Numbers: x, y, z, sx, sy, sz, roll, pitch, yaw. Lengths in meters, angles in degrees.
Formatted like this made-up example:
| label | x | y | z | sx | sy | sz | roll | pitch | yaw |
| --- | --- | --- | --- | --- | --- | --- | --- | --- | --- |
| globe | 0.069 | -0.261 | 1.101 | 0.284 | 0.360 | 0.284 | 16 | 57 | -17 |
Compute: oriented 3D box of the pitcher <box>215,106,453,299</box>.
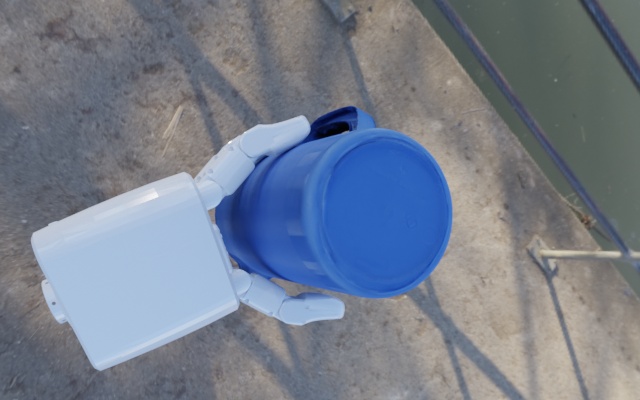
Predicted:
| label | x | y | z | sx | sy | sz | roll | pitch | yaw |
| --- | --- | --- | --- | --- | --- | --- | --- | --- | --- |
| pitcher | 0.000 | 0.001 | 0.404 | 0.145 | 0.149 | 0.243 | -20 | 6 | -21 |
